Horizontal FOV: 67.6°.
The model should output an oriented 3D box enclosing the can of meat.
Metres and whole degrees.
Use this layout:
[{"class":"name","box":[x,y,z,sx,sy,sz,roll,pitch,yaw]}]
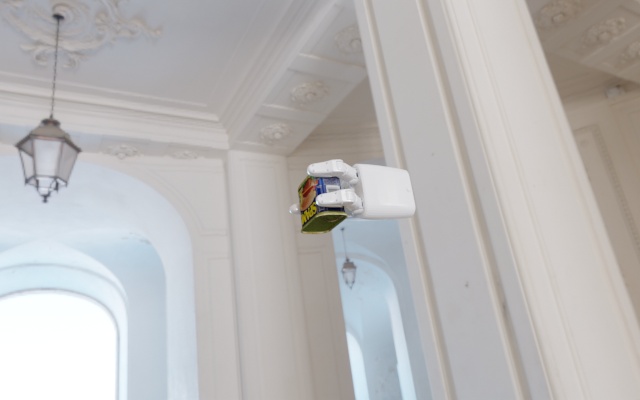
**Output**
[{"class":"can of meat","box":[0.000,0.002,0.824,0.057,0.084,0.102,2,-22,-23]}]
